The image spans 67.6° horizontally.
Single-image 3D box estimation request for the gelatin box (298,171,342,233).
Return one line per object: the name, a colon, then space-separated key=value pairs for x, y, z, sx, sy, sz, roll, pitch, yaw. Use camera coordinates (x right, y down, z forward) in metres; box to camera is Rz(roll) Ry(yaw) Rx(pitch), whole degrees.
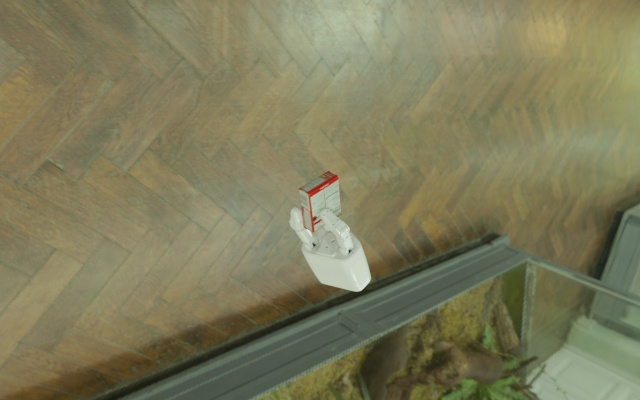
gelatin box: x=0.000 y=0.003 z=0.848 sx=0.073 sy=0.089 sz=0.030 roll=-33 pitch=44 yaw=-31
